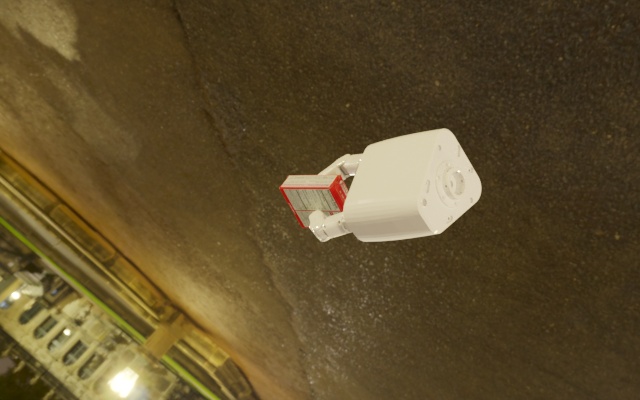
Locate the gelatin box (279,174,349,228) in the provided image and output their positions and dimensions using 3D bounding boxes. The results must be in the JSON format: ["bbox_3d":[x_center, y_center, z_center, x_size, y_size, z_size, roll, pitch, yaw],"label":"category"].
[{"bbox_3d":[0.000,0.002,0.621,0.089,0.073,0.030,0,42,38],"label":"gelatin box"}]
